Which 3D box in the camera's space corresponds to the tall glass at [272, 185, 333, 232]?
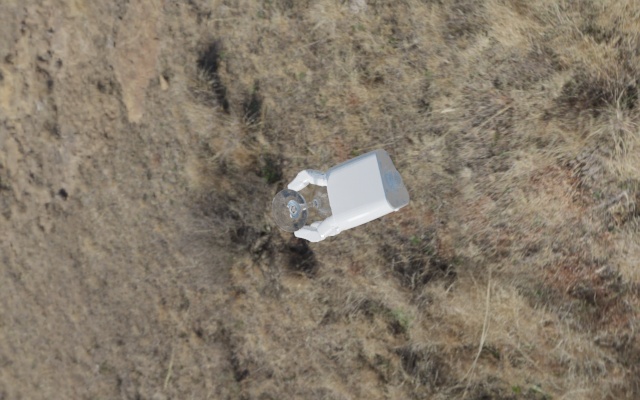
[{"bbox_3d":[0.000,0.003,0.887,0.079,0.079,0.201,0,8,32],"label":"tall glass"}]
